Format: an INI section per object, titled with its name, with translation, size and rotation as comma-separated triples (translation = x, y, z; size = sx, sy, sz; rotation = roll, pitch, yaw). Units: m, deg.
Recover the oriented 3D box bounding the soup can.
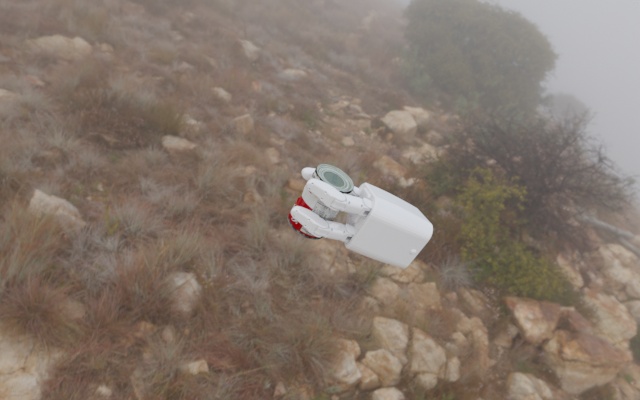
[soup can]
translation = 0.000, 0.002, 0.749
size = 0.068, 0.102, 0.068
rotation = 23, 32, -15
